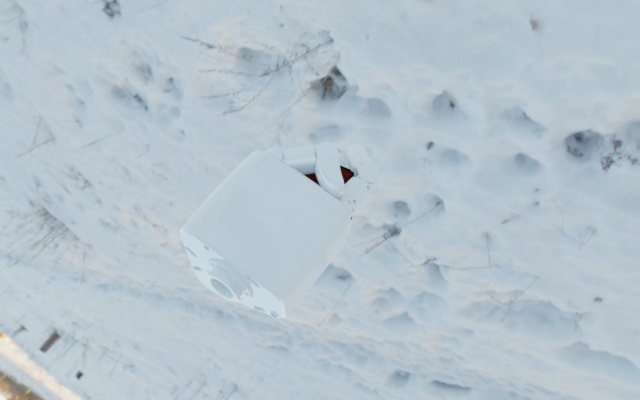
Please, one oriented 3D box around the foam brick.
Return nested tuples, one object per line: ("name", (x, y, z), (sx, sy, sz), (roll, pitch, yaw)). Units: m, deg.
("foam brick", (0.000, 0.002, 0.498), (0.053, 0.051, 0.078), (25, -36, 21))
